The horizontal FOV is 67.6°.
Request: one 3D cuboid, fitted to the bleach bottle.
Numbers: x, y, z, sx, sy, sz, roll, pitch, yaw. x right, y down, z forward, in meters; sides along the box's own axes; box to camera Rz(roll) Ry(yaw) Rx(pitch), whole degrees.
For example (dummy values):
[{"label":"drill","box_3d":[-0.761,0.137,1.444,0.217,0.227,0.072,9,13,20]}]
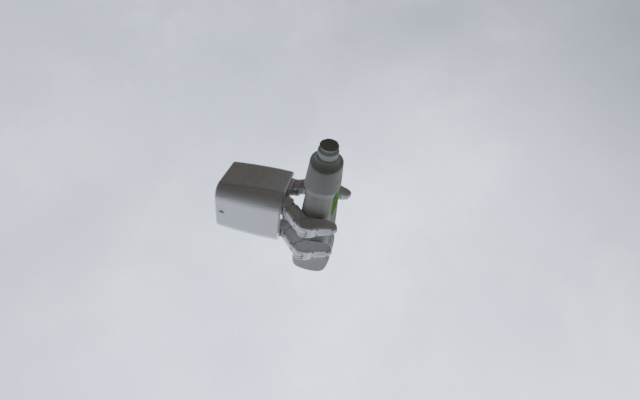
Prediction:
[{"label":"bleach bottle","box_3d":[0.000,0.003,0.762,0.068,0.102,0.251,13,-44,3]}]
